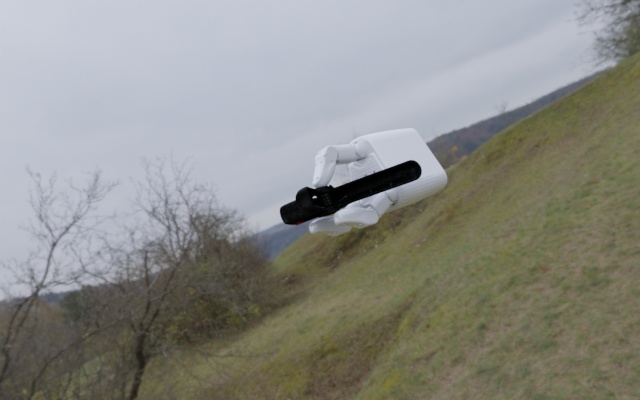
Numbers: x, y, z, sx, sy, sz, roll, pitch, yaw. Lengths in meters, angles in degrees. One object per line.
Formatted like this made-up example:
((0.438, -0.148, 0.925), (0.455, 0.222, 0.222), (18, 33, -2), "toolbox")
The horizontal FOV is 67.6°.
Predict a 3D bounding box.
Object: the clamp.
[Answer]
((0.000, 0.001, 0.591), (0.164, 0.036, 0.210), (-13, -6, -37), "clamp")
